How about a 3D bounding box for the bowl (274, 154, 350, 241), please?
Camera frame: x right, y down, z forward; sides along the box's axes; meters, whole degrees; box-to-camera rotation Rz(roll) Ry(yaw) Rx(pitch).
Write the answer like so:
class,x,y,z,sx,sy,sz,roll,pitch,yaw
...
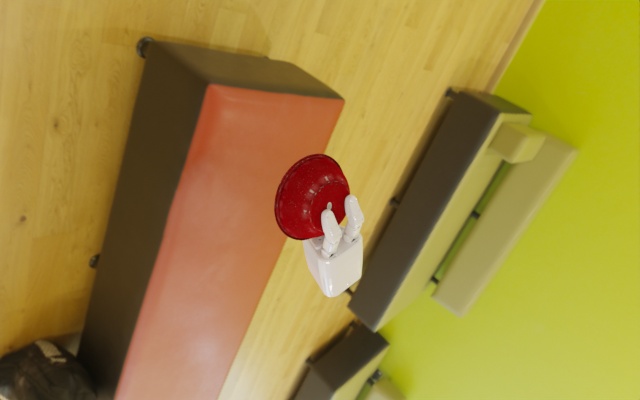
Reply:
class,x,y,z,sx,sy,sz,roll,pitch,yaw
bowl,0.000,0.002,0.830,0.162,0.162,0.055,0,17,-42
